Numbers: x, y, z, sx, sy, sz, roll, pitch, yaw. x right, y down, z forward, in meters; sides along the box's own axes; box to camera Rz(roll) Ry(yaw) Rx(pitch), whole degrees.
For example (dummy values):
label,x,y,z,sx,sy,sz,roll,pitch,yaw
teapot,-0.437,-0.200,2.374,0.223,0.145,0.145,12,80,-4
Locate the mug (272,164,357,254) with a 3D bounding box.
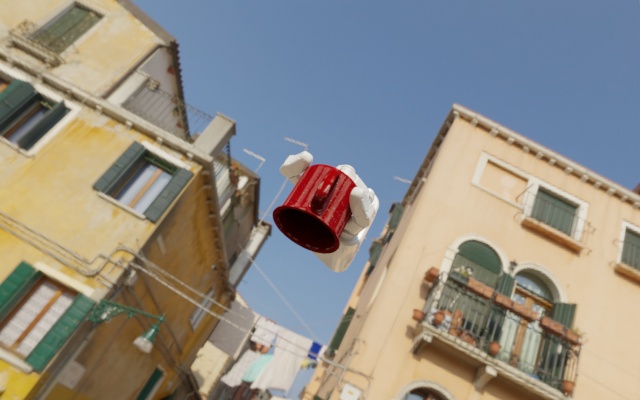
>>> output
label,x,y,z,sx,sy,sz,roll,pitch,yaw
mug,0.000,0.001,0.599,0.093,0.081,0.117,26,-31,7
